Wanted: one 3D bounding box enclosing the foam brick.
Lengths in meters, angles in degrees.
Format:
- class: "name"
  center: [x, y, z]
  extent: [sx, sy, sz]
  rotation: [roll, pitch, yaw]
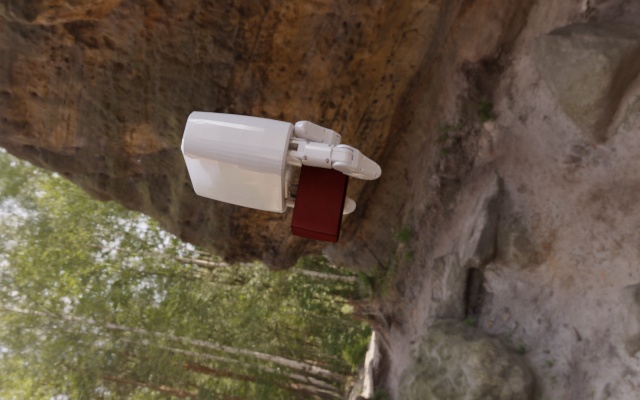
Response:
- class: "foam brick"
  center: [0.000, 0.002, 0.513]
  extent: [0.051, 0.078, 0.053]
  rotation: [10, -14, 1]
